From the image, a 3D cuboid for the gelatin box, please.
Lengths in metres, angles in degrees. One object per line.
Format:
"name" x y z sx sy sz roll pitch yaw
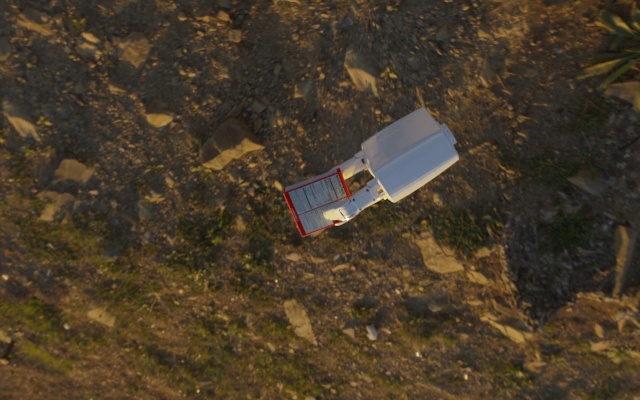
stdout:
"gelatin box" 0.000 0.003 0.695 0.089 0.073 0.030 -21 17 5
